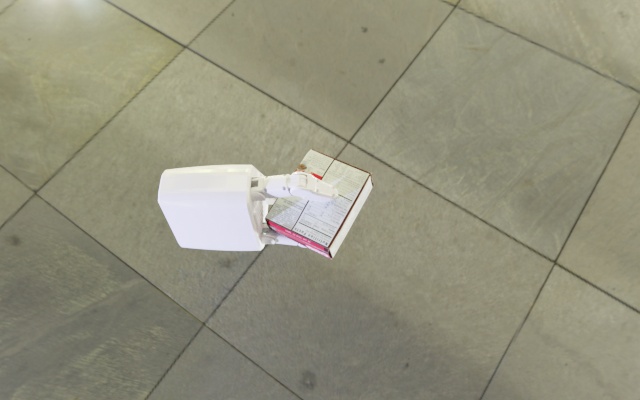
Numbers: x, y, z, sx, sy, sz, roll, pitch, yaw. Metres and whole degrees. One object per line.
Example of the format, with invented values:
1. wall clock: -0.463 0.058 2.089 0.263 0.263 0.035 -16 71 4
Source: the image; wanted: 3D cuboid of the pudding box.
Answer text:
1. pudding box: 0.000 0.002 0.577 0.090 0.113 0.039 25 -18 18
